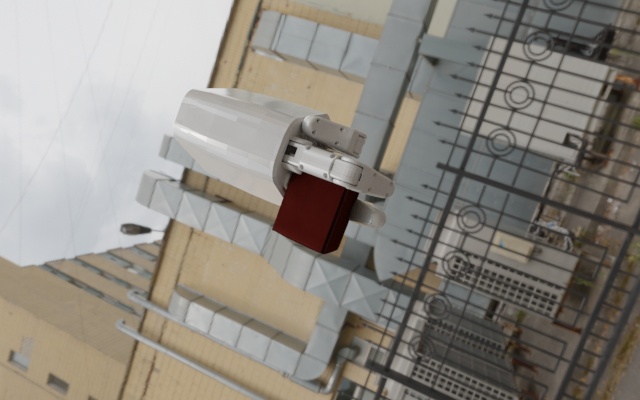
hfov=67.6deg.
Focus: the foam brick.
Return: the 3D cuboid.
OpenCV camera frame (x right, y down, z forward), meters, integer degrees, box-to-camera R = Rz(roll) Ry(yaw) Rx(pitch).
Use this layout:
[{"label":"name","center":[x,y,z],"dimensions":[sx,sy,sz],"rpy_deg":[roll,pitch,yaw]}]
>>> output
[{"label":"foam brick","center":[0.000,0.002,0.423],"dimensions":[0.051,0.078,0.053],"rpy_deg":[21,2,15]}]
